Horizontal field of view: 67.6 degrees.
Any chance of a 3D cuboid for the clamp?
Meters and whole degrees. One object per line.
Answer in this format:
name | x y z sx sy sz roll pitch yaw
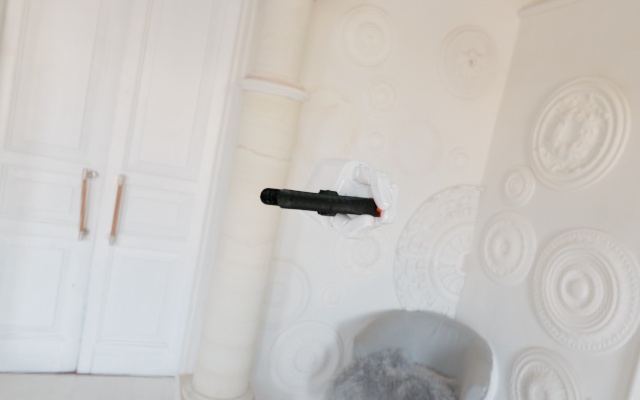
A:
clamp | 0.000 0.002 0.662 0.171 0.039 0.120 8 5 -27
